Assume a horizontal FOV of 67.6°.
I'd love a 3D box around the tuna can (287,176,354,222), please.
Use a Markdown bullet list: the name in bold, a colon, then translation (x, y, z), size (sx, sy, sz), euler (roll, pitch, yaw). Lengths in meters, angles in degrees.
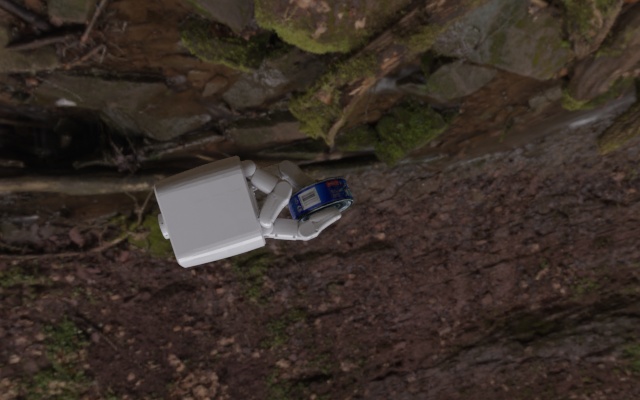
- **tuna can**: translation (0.000, 0.003, 0.635), size (0.086, 0.033, 0.086), euler (-21, -14, -5)
